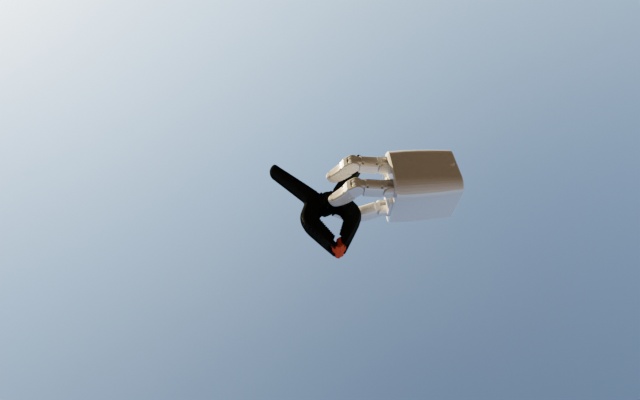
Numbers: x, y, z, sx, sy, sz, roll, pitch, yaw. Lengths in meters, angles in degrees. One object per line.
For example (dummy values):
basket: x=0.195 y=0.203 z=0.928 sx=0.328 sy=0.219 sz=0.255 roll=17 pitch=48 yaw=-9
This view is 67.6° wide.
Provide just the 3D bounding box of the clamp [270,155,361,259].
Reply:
clamp: x=0.000 y=0.003 z=0.764 sx=0.164 sy=0.209 sz=0.036 roll=-3 pitch=-44 yaw=-2
